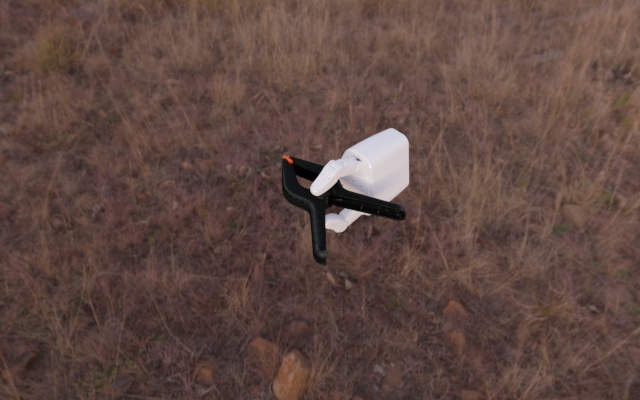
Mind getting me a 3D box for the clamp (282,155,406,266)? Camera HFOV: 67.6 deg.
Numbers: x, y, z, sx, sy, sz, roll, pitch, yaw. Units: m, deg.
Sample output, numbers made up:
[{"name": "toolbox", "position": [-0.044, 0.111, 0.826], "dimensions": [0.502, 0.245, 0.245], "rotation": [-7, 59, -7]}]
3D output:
[{"name": "clamp", "position": [0.000, 0.001, 0.718], "dimensions": [0.210, 0.036, 0.164], "rotation": [37, 51, 28]}]
